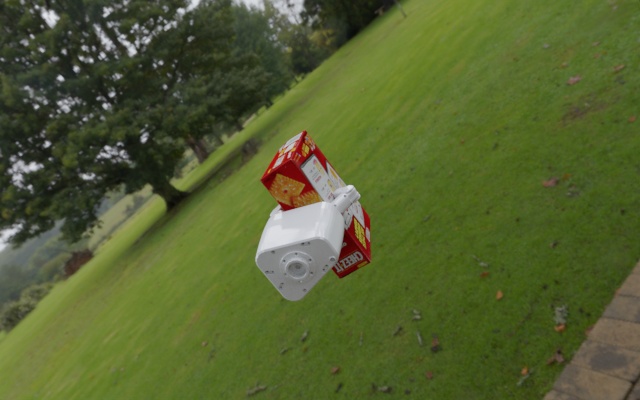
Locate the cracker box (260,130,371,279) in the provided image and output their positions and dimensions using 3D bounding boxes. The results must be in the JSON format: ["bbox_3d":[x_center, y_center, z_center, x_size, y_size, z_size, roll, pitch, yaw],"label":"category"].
[{"bbox_3d":[0.000,0.002,0.813,0.072,0.214,0.164,-32,17,18],"label":"cracker box"}]
